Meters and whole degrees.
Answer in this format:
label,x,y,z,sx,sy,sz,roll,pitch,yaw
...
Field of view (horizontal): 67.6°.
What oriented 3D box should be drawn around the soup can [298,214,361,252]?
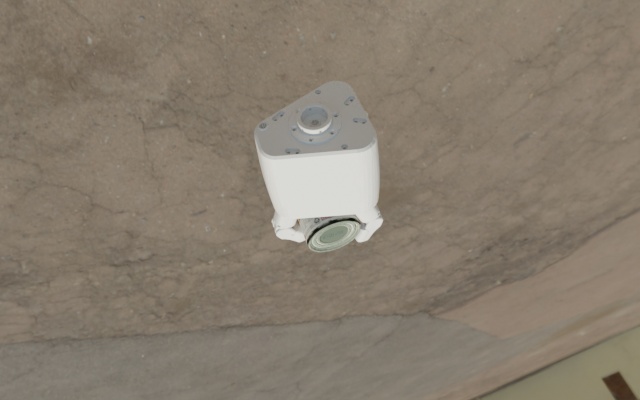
label,x,y,z,sx,sy,sz,roll,pitch,yaw
soup can,0.000,0.002,0.575,0.068,0.102,0.068,-16,-31,-10
